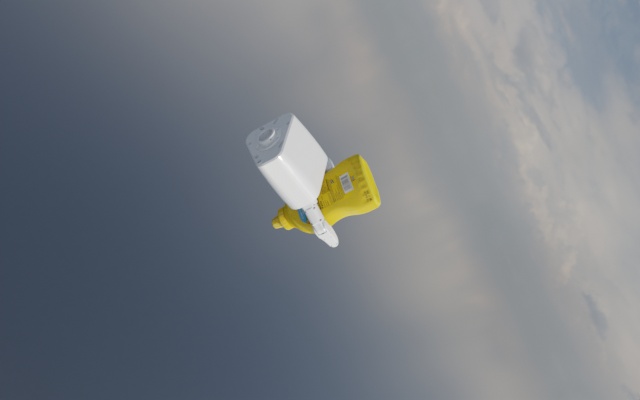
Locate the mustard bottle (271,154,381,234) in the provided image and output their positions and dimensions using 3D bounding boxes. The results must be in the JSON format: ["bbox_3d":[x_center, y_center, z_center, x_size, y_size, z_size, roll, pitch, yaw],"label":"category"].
[{"bbox_3d":[0.001,0.003,0.814,0.191,0.096,0.058,-25,-25,17],"label":"mustard bottle"}]
